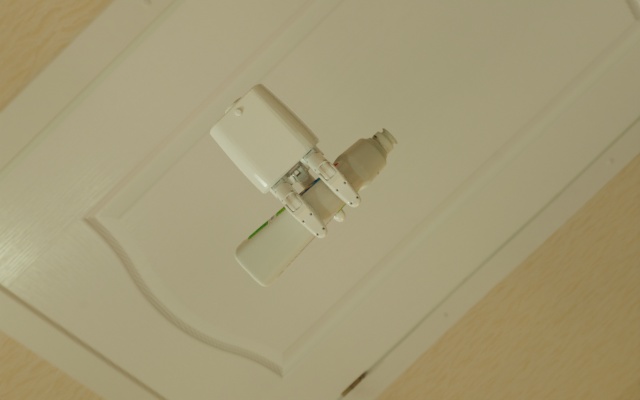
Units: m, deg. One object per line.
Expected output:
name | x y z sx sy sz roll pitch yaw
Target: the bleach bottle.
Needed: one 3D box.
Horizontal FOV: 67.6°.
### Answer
bleach bottle | 0.000 0.002 0.633 0.251 0.068 0.102 -44 2 1
